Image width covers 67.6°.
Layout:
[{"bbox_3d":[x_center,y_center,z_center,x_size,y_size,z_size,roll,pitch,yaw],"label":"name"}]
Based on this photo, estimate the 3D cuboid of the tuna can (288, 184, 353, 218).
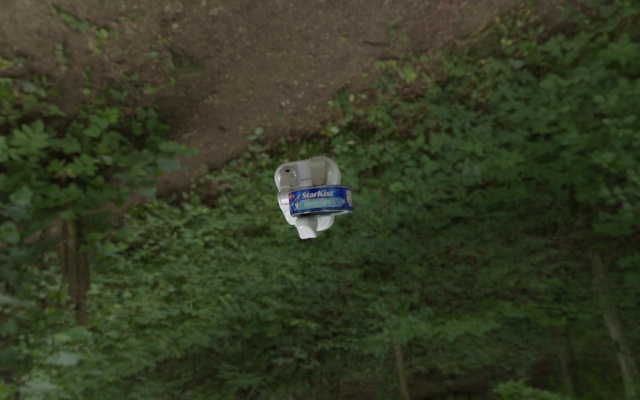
[{"bbox_3d":[0.000,0.003,0.638,0.086,0.033,0.086,-4,-7,-1],"label":"tuna can"}]
